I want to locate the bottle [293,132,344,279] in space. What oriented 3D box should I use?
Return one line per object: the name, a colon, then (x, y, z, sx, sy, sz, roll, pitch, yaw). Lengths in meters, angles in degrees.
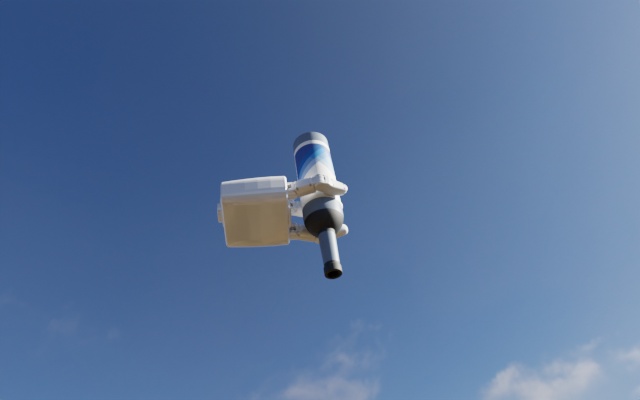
bottle: (0.000, 0.002, 0.810, 0.069, 0.295, 0.069, -6, -42, -5)
